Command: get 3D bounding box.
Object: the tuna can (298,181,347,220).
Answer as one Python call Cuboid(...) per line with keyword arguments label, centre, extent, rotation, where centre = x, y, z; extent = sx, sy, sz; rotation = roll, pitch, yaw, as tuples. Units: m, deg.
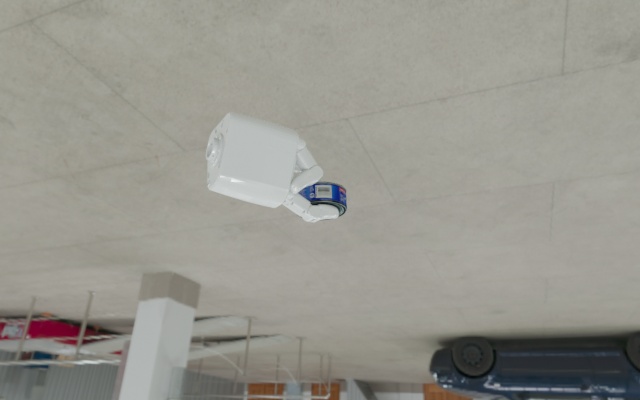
Cuboid(label="tuna can", centre=(0.000, 0.003, 0.769), extent=(0.086, 0.033, 0.086), rotation=(-2, -23, -1))
